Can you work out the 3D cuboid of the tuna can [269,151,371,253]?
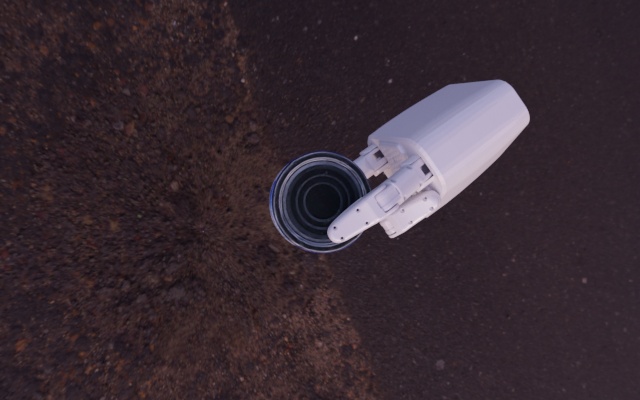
[{"bbox_3d":[0.000,0.001,0.404,0.086,0.086,0.034,0,0,-9],"label":"tuna can"}]
